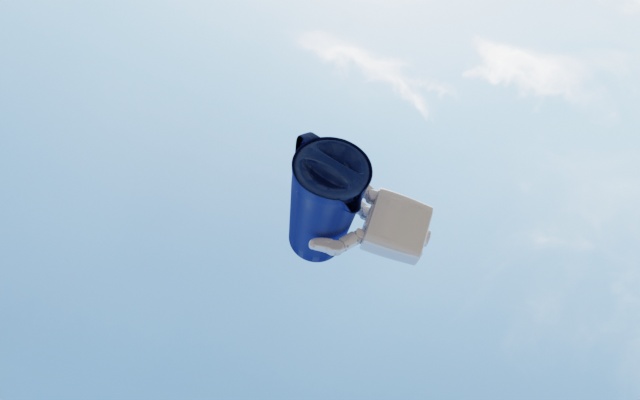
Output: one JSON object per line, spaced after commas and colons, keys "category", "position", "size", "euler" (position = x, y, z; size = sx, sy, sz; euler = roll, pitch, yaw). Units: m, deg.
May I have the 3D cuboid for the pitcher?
{"category": "pitcher", "position": [0.000, 0.003, 0.869], "size": [0.145, 0.149, 0.243], "euler": [17, -36, 3]}
